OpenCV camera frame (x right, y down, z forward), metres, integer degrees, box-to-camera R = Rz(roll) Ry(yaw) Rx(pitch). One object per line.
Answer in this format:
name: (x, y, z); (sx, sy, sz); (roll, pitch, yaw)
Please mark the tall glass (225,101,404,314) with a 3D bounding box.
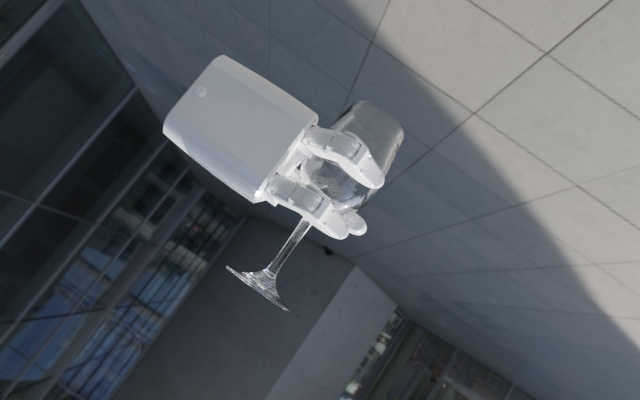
tall glass: (0.000, 0.002, 0.451); (0.079, 0.201, 0.079); (34, -12, 8)
